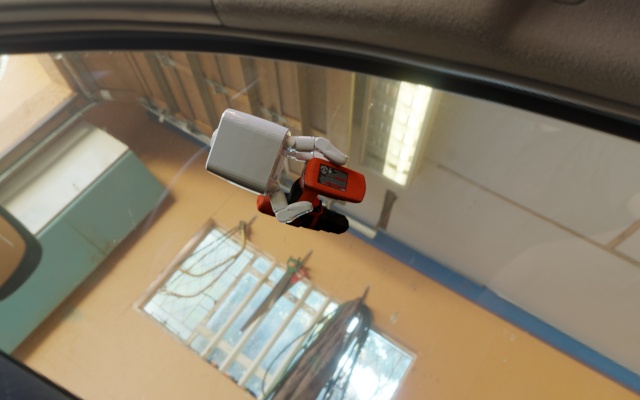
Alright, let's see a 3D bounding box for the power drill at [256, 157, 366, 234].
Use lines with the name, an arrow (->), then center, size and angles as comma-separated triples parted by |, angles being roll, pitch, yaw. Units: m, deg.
power drill -> 0.000, 0.002, 0.826 | 0.184, 0.057, 0.188 | 16, -27, -21
